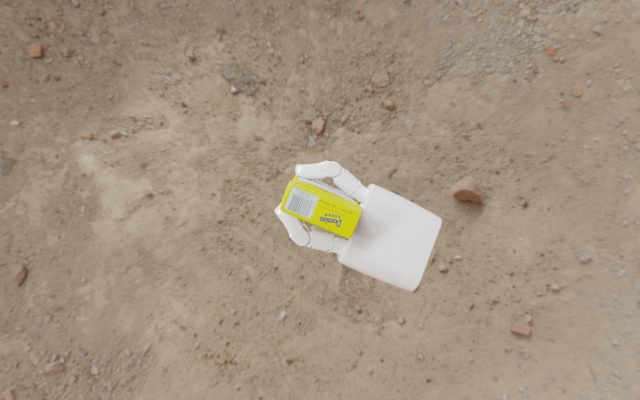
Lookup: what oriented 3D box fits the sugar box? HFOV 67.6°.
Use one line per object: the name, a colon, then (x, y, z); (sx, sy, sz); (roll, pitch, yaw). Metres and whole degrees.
sugar box: (0.000, 0.003, 0.636); (0.093, 0.048, 0.176); (23, 3, -2)
